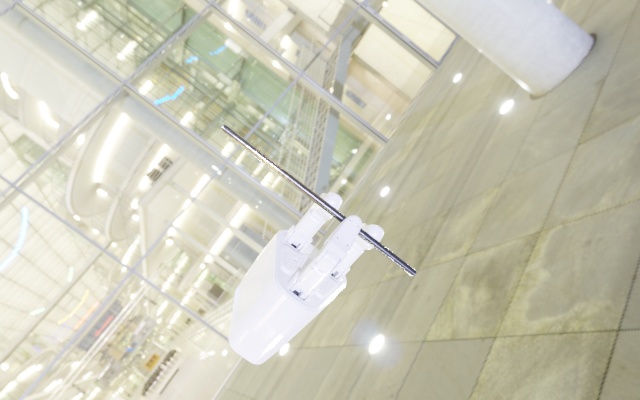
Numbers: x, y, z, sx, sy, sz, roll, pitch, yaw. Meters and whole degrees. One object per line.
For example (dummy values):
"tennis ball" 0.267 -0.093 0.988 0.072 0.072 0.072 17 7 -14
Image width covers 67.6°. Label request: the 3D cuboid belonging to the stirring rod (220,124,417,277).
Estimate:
"stirring rod" 0.000 0.002 0.475 0.239 0.011 0.011 37 -4 -5
